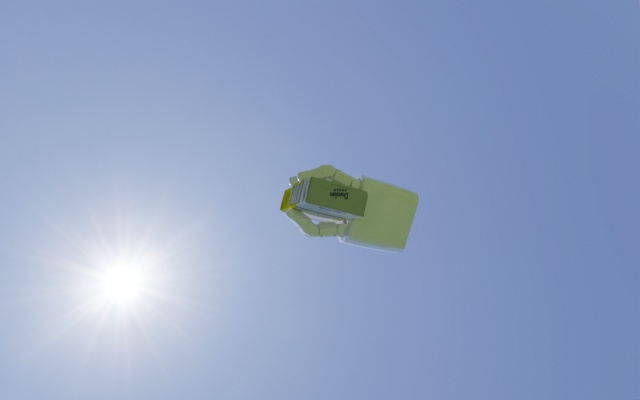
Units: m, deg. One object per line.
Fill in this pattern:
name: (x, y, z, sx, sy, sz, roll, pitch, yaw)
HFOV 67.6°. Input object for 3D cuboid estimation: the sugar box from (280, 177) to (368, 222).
sugar box: (0.000, 0.002, 0.767, 0.093, 0.048, 0.176, 14, -12, -16)
